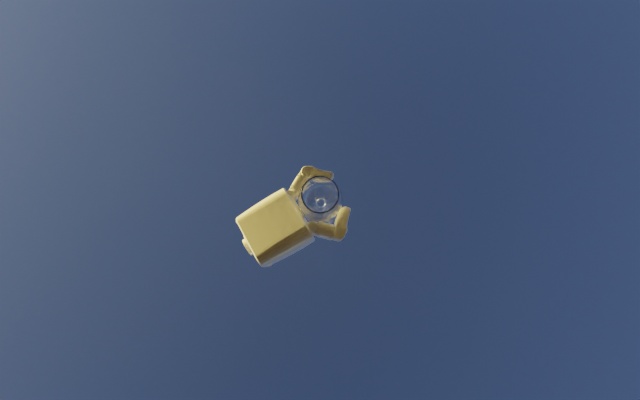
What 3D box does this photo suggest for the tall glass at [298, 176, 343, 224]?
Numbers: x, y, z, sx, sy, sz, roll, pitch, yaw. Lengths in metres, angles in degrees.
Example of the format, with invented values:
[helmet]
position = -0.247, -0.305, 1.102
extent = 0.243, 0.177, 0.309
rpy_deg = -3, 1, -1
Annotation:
[tall glass]
position = 0.000, 0.003, 0.867
extent = 0.079, 0.079, 0.201
rpy_deg = 0, -8, 0
